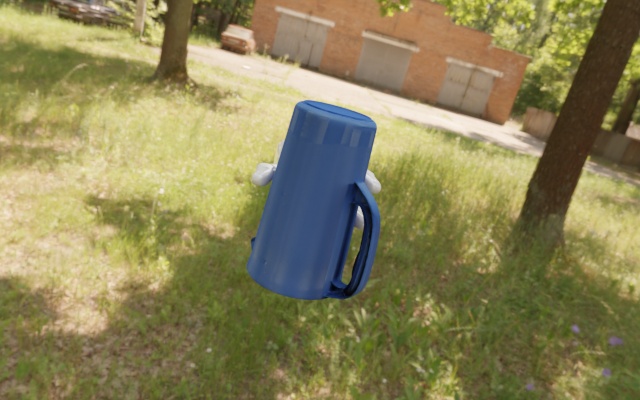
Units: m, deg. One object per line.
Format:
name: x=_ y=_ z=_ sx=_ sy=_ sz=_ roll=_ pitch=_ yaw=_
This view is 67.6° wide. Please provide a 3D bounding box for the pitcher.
pitcher: x=0.000 y=0.002 z=0.627 sx=0.149 sy=0.243 sz=0.145 roll=12 pitch=17 yaw=-11
